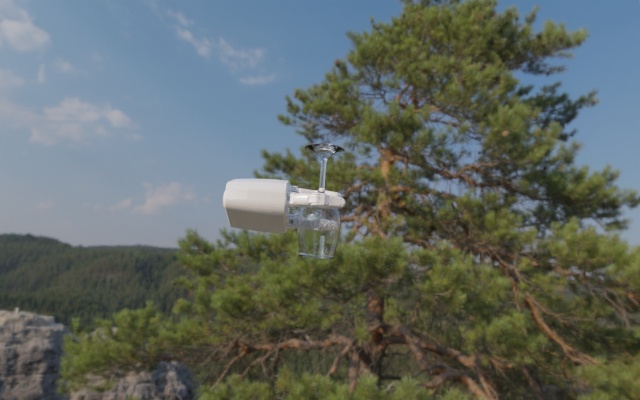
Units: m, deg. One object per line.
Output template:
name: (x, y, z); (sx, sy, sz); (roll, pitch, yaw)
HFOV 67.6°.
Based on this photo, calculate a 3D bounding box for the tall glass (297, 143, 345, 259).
tall glass: (0.000, 0.002, 0.860); (0.079, 0.201, 0.079); (4, -11, 1)
